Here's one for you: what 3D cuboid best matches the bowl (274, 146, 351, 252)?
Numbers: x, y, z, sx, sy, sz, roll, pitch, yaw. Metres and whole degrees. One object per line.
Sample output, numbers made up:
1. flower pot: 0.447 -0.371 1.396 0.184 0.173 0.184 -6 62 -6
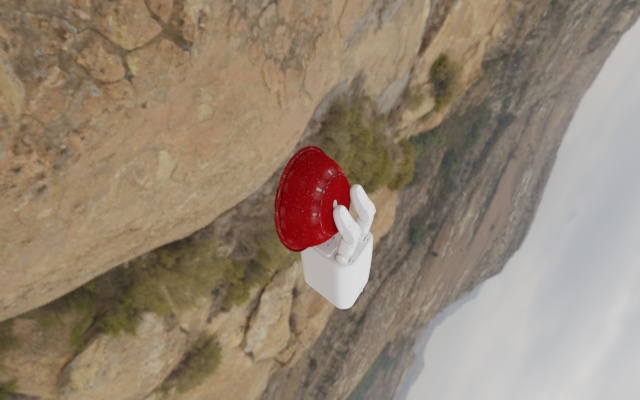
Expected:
1. bowl: 0.000 0.002 0.702 0.055 0.162 0.162 11 5 29
